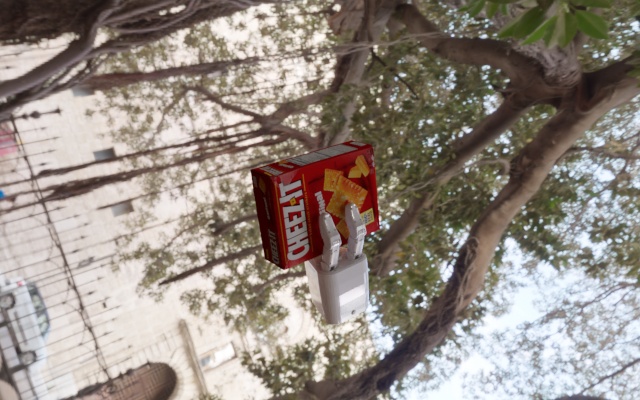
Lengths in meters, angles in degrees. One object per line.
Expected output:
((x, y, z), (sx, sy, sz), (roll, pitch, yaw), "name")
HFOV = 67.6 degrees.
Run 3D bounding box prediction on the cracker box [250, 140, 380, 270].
((0.000, 0.003, 0.816), (0.213, 0.164, 0.072), (-20, 24, -32), "cracker box")
